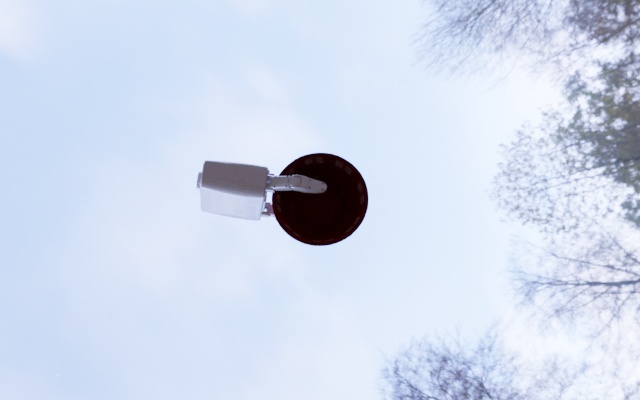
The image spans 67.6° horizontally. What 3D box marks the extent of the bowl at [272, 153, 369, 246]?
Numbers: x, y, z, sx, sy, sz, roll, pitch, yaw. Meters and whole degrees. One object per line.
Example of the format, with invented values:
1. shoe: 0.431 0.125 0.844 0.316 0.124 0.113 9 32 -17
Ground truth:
1. bowl: 0.001 0.003 0.814 0.162 0.162 0.055 0 -16 3
